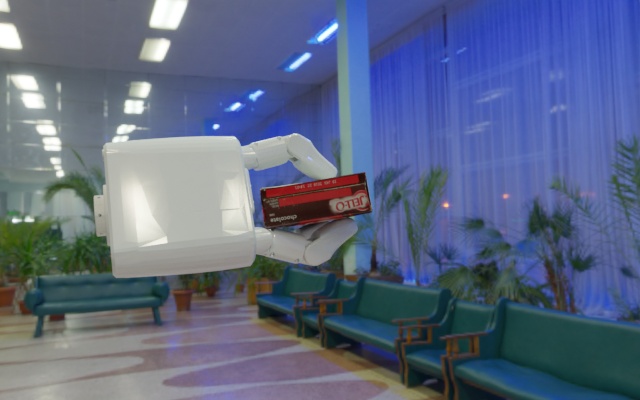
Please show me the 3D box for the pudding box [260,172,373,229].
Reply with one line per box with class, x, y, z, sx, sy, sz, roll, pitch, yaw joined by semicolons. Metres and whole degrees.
pudding box;0.000;0.001;0.438;0.090;0.039;0.113;-8;0;5
